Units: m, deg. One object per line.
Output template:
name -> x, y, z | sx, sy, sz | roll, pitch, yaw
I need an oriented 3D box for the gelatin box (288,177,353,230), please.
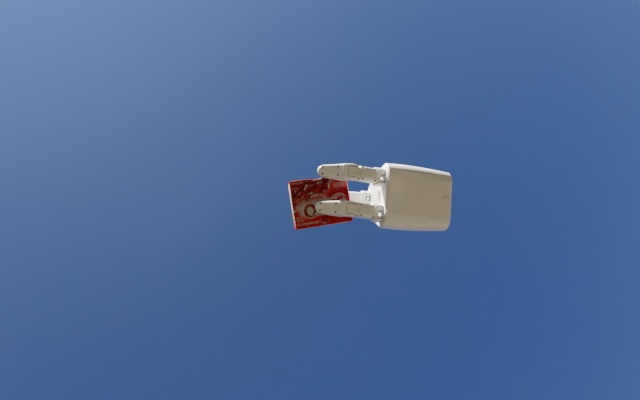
gelatin box -> 0.000, 0.002, 0.723 | 0.089, 0.073, 0.030 | -8, -4, -6
